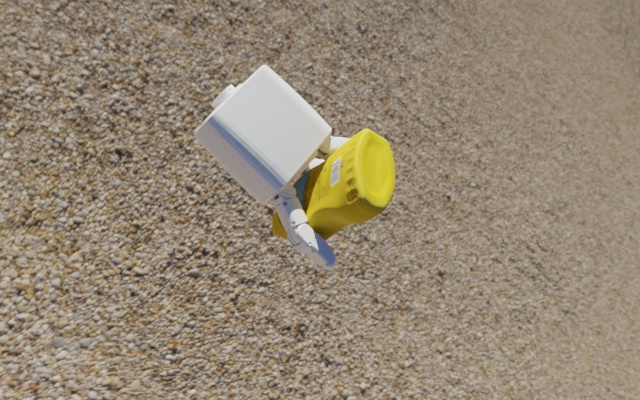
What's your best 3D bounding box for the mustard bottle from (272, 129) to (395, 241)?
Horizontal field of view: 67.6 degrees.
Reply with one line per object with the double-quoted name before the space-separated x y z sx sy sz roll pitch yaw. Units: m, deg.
"mustard bottle" 0.001 0.002 0.549 0.058 0.096 0.192 25 -36 -29
